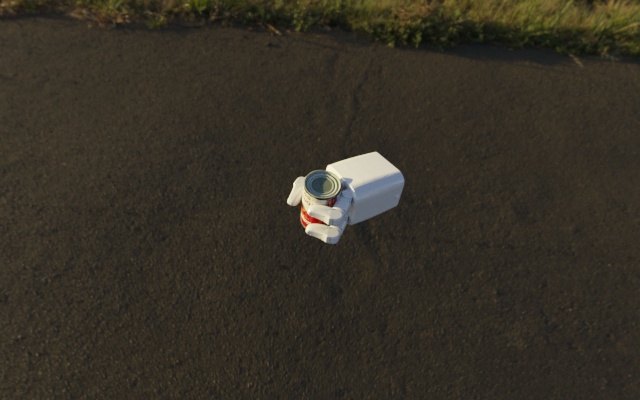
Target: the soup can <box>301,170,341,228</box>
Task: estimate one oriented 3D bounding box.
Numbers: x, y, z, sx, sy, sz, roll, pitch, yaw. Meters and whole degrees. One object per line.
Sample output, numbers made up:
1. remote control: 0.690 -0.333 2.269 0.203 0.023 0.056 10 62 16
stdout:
1. soup can: 0.000 0.003 0.857 0.068 0.068 0.102 0 -38 -5
